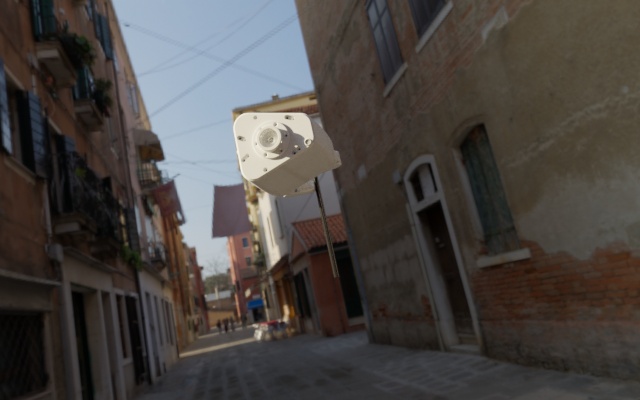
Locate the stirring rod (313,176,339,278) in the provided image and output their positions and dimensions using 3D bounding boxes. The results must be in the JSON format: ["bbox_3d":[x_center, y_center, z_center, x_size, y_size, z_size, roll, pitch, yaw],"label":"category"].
[{"bbox_3d":[0.000,0.003,0.758,0.011,0.239,0.011,-12,-11,-2],"label":"stirring rod"}]
